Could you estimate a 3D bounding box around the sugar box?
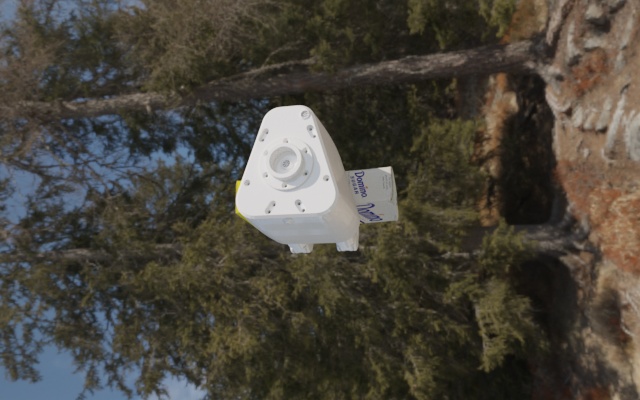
[{"bbox_3d":[0.000,0.002,0.559,0.176,0.048,0.093,-3,-16,12],"label":"sugar box"}]
